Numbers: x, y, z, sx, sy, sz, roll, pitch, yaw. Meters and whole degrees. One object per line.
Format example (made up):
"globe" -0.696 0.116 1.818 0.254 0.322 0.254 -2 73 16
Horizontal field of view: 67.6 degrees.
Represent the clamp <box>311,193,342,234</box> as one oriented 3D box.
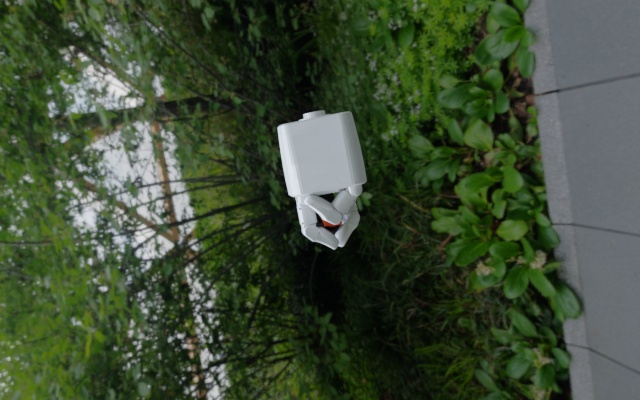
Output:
"clamp" 0.000 0.003 0.788 0.039 0.120 0.171 -13 7 -12
